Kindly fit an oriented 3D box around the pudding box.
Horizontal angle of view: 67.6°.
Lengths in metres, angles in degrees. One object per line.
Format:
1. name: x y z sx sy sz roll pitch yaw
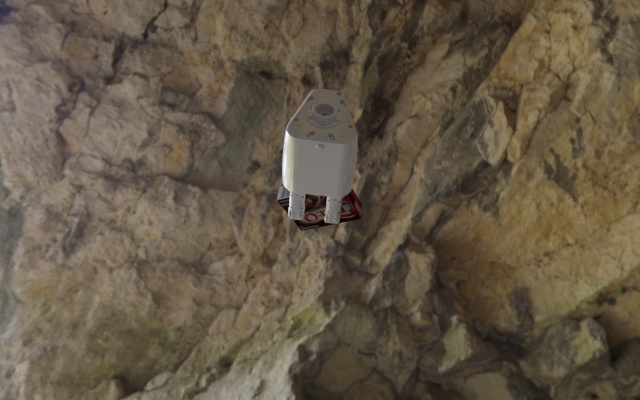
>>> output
1. pudding box: 0.000 0.002 0.773 0.113 0.039 0.090 -11 -42 23
